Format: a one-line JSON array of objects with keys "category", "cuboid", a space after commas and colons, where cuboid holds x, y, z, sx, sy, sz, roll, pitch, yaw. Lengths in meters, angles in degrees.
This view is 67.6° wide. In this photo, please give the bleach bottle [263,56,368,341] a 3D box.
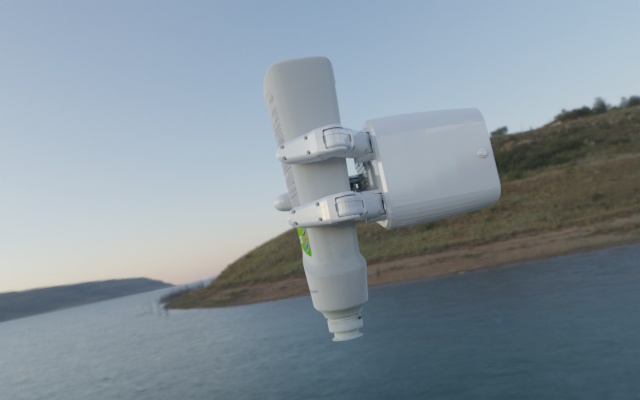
[{"category": "bleach bottle", "cuboid": [0.000, 0.001, 0.450, 0.068, 0.251, 0.102, -10, -6, -7]}]
